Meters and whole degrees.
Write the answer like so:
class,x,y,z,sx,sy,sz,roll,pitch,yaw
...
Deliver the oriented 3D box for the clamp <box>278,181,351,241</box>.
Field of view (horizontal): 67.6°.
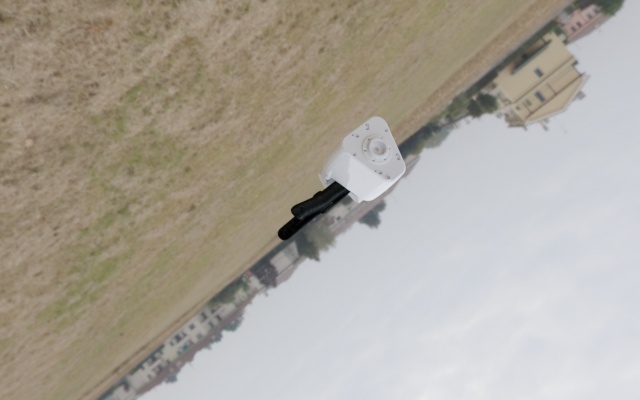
class,x,y,z,sx,sy,sz,roll,pitch,yaw
clamp,0.001,0.003,0.836,0.171,0.039,0.120,-38,-3,-20
